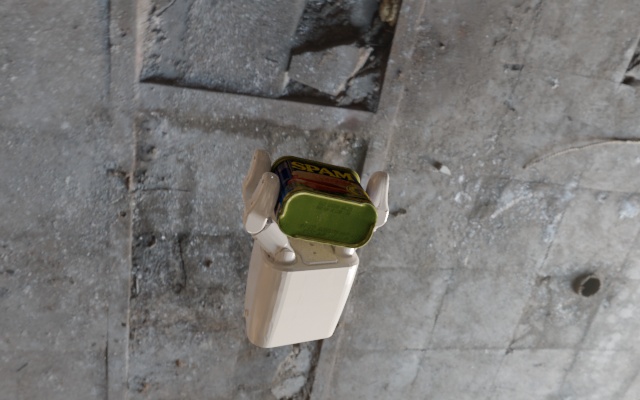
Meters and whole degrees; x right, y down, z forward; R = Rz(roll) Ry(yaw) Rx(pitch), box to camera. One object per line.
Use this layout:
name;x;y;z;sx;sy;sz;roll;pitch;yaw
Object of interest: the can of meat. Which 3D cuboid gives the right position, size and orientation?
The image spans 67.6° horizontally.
can of meat;0.000;0.002;0.486;0.102;0.057;0.084;11;23;-18
